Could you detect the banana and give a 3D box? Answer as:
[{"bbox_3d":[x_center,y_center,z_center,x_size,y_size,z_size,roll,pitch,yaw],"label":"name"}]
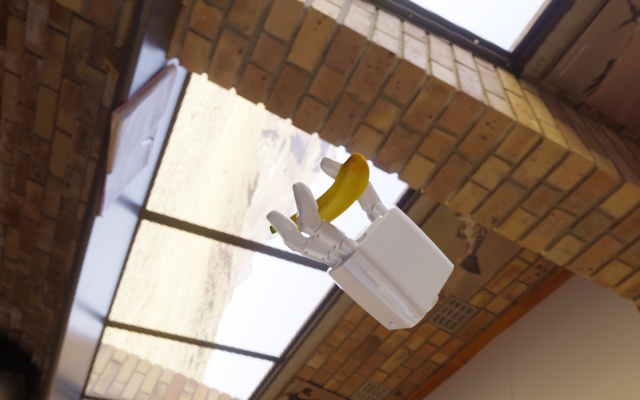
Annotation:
[{"bbox_3d":[0.012,-0.001,0.578,0.069,0.037,0.198,-17,-17,-41],"label":"banana"}]
